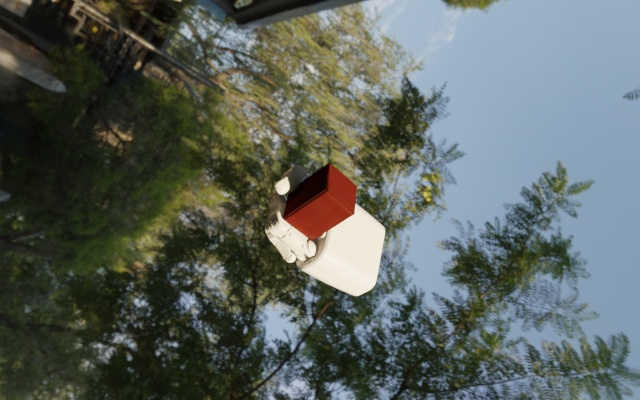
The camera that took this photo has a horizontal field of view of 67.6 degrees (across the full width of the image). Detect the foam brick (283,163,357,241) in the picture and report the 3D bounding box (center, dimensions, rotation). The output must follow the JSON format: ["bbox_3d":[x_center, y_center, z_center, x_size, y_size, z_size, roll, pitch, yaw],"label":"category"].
[{"bbox_3d":[0.000,0.002,0.593,0.051,0.053,0.078,38,-53,-26],"label":"foam brick"}]
